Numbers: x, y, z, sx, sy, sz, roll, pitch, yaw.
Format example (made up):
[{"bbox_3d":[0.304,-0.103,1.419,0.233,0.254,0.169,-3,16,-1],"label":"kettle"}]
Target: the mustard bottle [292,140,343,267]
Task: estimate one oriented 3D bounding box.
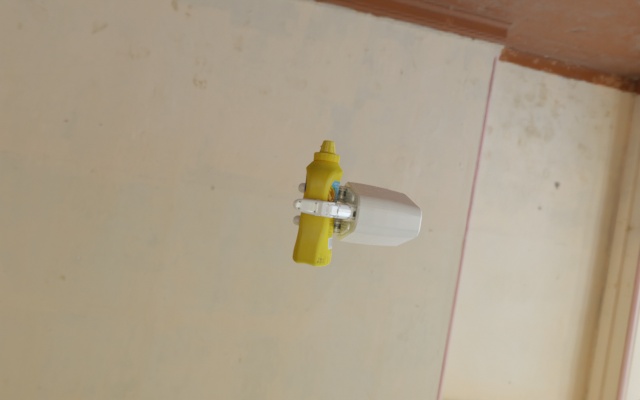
[{"bbox_3d":[0.000,0.003,0.743,0.058,0.191,0.096,9,0,12],"label":"mustard bottle"}]
